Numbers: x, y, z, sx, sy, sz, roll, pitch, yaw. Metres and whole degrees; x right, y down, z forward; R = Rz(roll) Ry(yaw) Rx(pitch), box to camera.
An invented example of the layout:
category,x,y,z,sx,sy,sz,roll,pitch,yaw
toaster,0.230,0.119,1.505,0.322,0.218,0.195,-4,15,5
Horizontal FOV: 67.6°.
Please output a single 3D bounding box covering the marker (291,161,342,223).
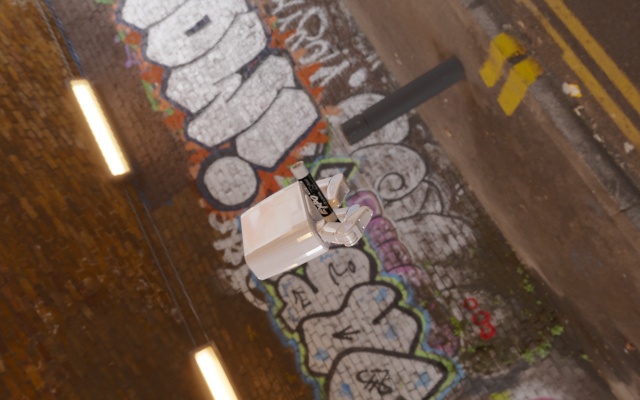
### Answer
category,x,y,z,sx,sy,sz,roll,pitch,yaw
marker,0.000,0.002,0.620,0.020,0.121,0.020,-26,26,14
